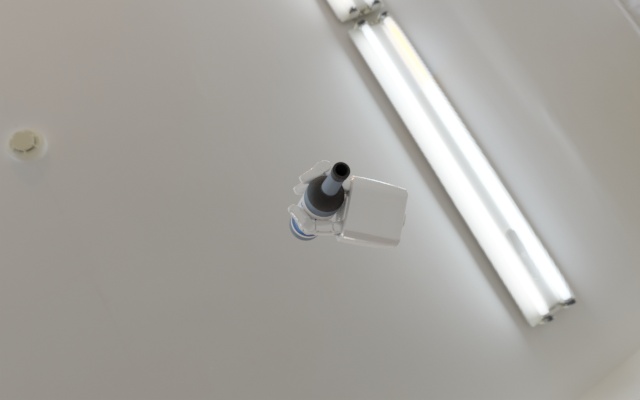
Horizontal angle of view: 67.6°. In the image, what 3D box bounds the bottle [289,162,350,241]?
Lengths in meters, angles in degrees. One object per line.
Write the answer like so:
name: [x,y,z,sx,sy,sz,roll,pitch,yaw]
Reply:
bottle: [0.000,0.003,0.840,0.069,0.069,0.296,0,-19,-13]
